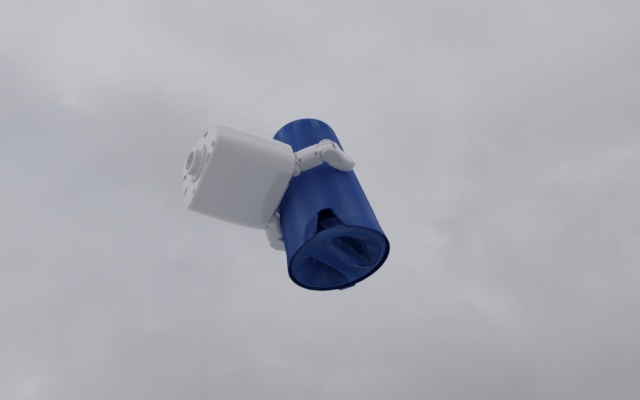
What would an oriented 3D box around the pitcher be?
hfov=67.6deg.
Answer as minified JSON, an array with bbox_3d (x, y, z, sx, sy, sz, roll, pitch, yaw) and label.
[{"bbox_3d":[0.000,0.002,0.683,0.145,0.242,0.149,15,-51,-31],"label":"pitcher"}]
